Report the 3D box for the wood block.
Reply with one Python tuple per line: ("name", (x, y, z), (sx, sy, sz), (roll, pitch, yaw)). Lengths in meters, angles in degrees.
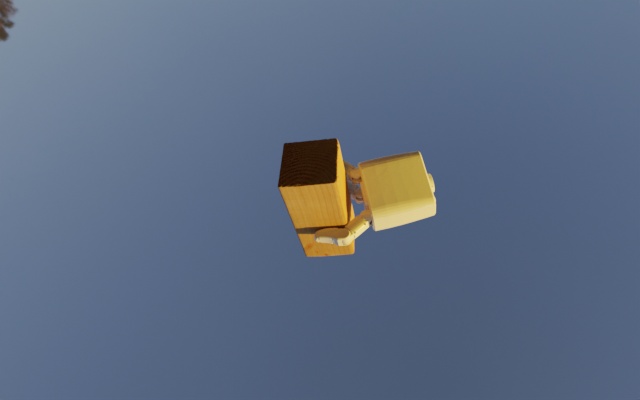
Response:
("wood block", (0.001, 0.003, 0.796), (0.090, 0.090, 0.206), (-4, -37, 10))
